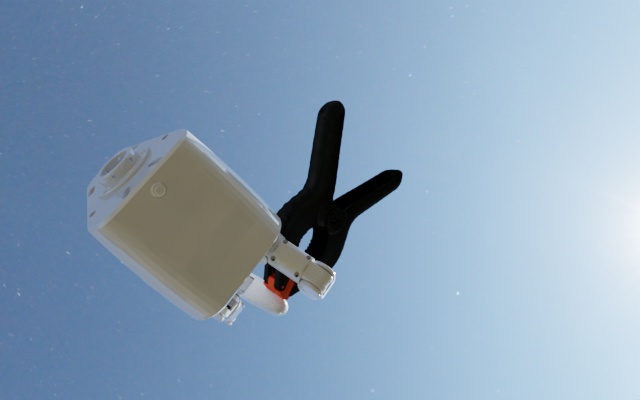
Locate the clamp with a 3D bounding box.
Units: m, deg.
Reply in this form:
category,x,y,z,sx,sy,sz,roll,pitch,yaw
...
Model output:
category,x,y,z,sx,sy,sz,roll,pitch,yaw
clamp,0.000,0.001,0.421,0.039,0.171,0.120,11,-32,53
